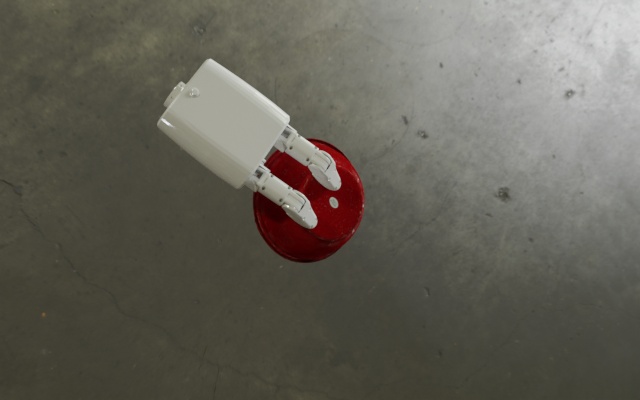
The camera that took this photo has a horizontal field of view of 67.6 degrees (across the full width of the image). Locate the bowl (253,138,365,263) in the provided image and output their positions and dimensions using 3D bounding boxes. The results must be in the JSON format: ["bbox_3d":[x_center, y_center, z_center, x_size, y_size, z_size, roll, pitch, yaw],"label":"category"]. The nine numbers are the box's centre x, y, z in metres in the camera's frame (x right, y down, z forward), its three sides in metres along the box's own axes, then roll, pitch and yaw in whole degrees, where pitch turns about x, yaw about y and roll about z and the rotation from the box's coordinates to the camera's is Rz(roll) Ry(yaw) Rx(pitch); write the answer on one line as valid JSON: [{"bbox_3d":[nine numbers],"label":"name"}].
[{"bbox_3d":[0.001,0.002,0.596,0.162,0.162,0.055,0,3,-32],"label":"bowl"}]
